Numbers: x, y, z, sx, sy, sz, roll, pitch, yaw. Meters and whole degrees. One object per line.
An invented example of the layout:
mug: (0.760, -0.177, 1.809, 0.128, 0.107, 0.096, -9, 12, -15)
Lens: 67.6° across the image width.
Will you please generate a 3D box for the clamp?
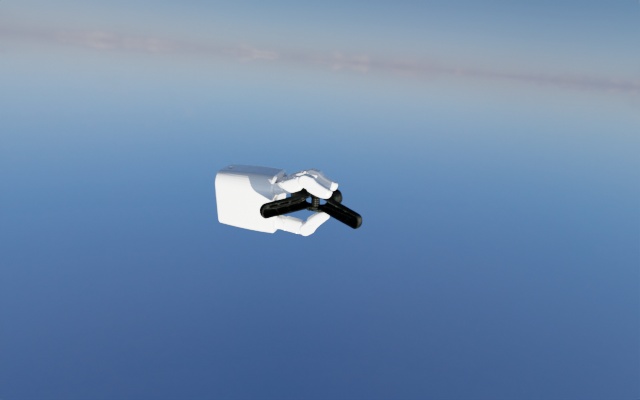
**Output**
clamp: (0.000, 0.003, 0.842, 0.164, 0.036, 0.210, 9, 17, 9)
